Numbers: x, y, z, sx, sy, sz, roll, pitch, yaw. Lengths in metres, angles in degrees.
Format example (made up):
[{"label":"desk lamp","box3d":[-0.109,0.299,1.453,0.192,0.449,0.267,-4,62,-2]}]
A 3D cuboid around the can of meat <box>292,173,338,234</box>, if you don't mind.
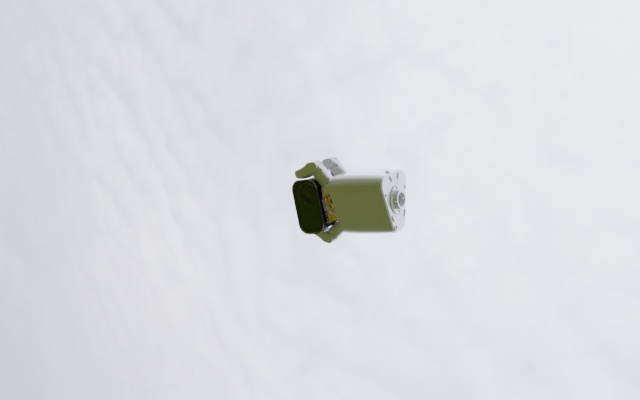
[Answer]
[{"label":"can of meat","box3d":[0.000,0.003,0.898,0.057,0.102,0.084,-5,10,38]}]
